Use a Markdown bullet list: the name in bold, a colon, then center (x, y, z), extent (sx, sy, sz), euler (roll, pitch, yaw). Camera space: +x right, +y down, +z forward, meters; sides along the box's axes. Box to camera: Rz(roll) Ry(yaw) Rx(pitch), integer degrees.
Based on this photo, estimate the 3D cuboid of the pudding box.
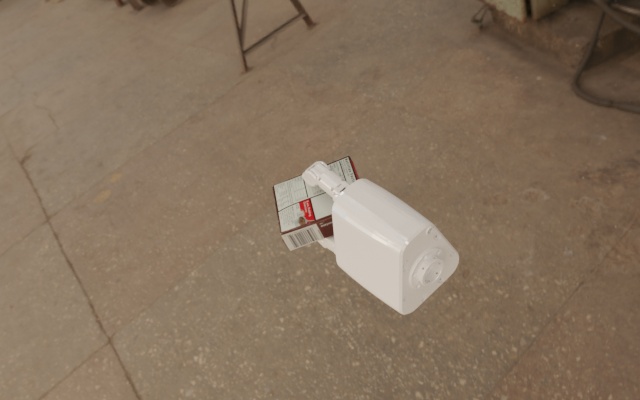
- **pudding box**: center (0.000, 0.002, 0.599), extent (0.113, 0.090, 0.039), euler (-20, -45, 5)
